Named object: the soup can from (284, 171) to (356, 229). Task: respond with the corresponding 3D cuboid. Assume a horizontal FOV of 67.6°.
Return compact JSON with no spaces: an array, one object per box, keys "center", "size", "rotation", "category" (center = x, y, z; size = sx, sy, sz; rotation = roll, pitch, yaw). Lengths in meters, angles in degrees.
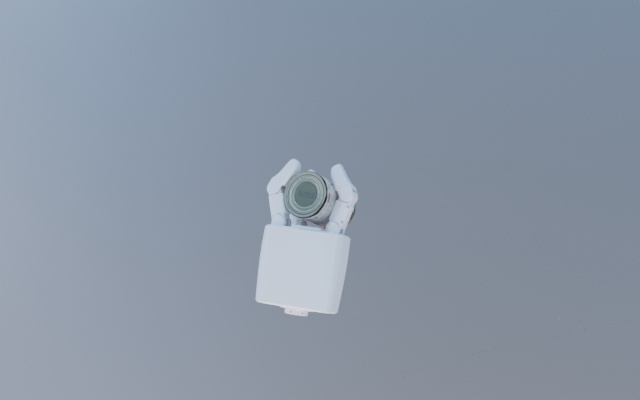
[{"center":[0.000,0.002,0.685],"size":[0.068,0.068,0.102],"rotation":[0,-12,27],"category":"soup can"}]
